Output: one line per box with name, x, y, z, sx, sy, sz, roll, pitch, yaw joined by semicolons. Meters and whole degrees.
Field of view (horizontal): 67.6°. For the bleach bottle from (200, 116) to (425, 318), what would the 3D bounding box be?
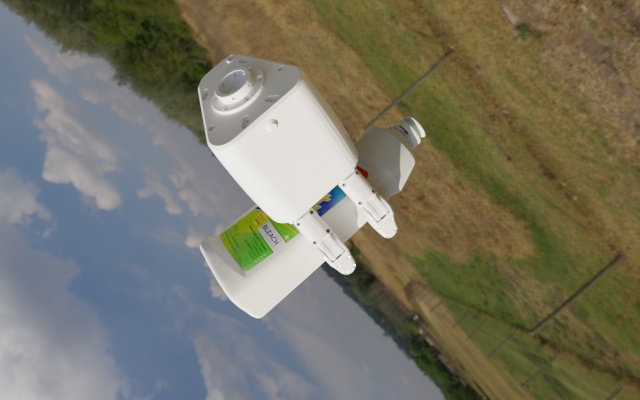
bleach bottle;0.000;0.002;0.492;0.102;0.251;0.068;46;-3;43
